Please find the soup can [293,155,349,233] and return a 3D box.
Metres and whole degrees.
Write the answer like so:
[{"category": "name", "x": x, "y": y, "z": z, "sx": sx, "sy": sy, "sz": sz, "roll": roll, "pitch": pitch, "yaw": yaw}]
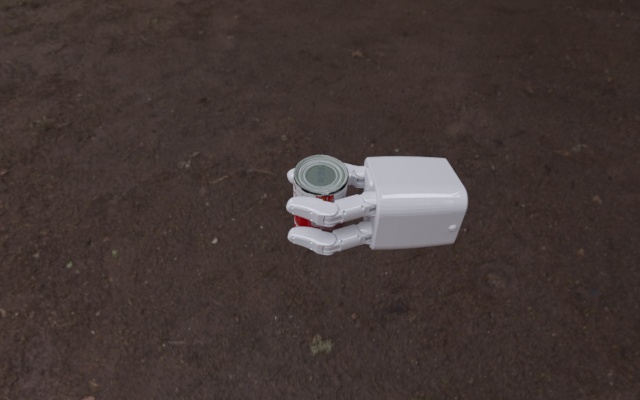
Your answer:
[{"category": "soup can", "x": 0.000, "y": 0.002, "z": 0.598, "sx": 0.068, "sy": 0.068, "sz": 0.102, "roll": 0, "pitch": -42, "yaw": -2}]
